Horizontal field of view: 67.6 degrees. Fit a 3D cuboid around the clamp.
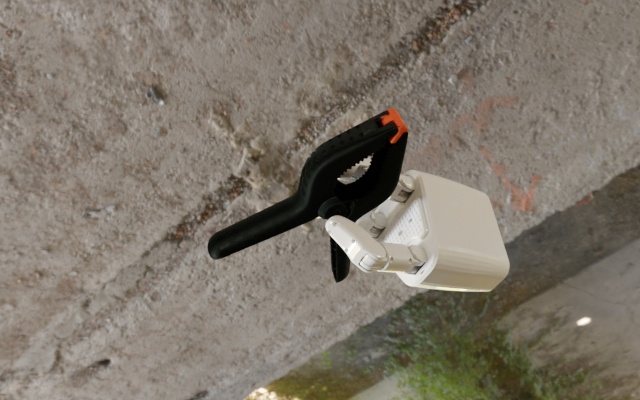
[{"bbox_3d":[0.001,0.002,0.442,0.164,0.210,0.036,10,40,-31],"label":"clamp"}]
